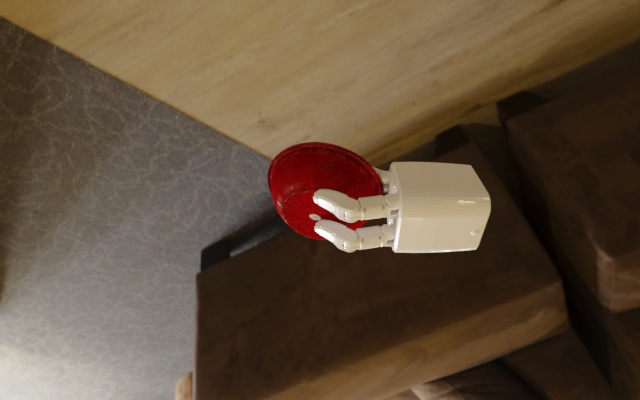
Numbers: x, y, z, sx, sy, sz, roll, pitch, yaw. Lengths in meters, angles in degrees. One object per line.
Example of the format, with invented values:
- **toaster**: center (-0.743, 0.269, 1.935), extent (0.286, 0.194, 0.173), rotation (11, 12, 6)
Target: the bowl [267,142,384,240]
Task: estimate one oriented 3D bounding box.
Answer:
- **bowl**: center (-0.001, 0.002, 0.632), extent (0.162, 0.055, 0.162), rotation (9, -43, 9)
